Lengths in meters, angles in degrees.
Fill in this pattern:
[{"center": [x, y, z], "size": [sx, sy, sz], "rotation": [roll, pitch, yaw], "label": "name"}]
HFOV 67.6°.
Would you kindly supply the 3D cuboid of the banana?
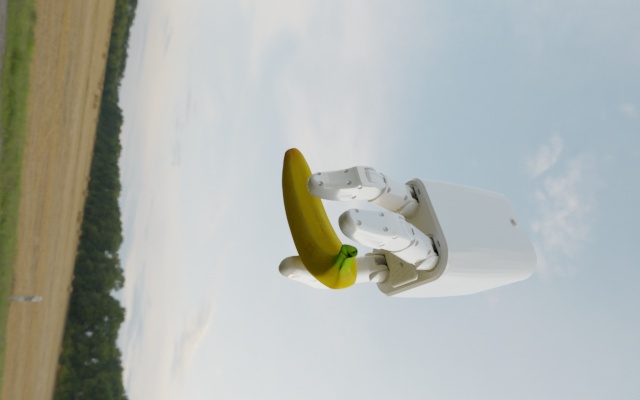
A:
[{"center": [-0.003, 0.019, 0.424], "size": [0.037, 0.070, 0.197], "rotation": [4, 26, -21], "label": "banana"}]
